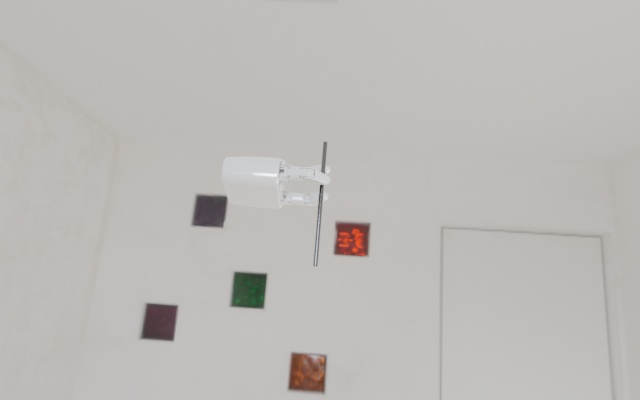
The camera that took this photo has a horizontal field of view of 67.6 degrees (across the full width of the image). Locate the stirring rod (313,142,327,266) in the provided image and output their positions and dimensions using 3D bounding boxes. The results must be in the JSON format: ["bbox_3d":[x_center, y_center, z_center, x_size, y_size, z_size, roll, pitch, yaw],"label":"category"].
[{"bbox_3d":[0.000,0.003,0.897,0.011,0.239,0.011,4,-15,1],"label":"stirring rod"}]
